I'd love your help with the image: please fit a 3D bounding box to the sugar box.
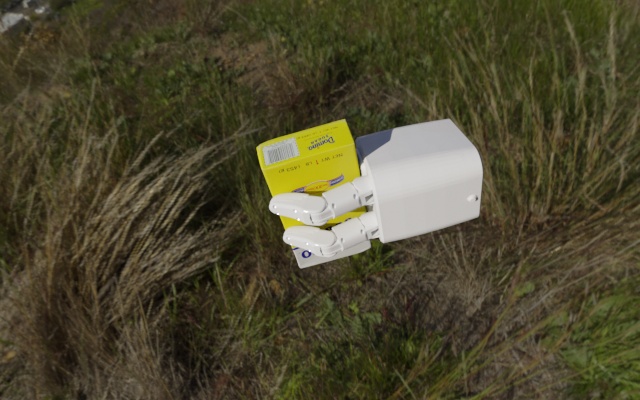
[{"bbox_3d":[0.000,0.002,0.519,0.093,0.048,0.176,-16,-44,1],"label":"sugar box"}]
